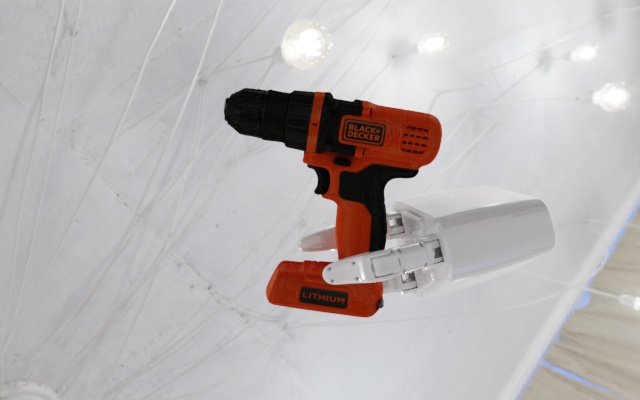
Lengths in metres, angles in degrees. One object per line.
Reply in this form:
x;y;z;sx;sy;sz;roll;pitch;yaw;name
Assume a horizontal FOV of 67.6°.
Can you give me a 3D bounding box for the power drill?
0.000;0.002;0.418;0.184;0.188;0.057;9;14;1;power drill
